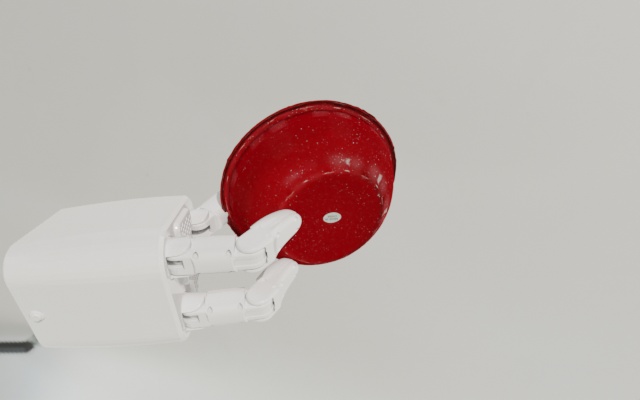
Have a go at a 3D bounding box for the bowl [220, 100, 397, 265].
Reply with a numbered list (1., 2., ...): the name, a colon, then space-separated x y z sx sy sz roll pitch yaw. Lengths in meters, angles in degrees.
1. bowl: 0.001 0.001 0.402 0.162 0.162 0.055 0 33 -21
